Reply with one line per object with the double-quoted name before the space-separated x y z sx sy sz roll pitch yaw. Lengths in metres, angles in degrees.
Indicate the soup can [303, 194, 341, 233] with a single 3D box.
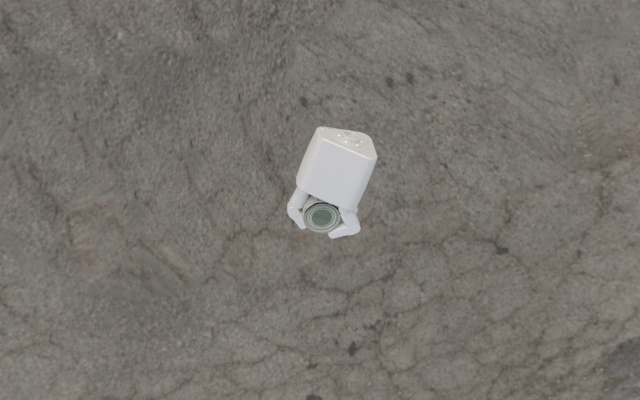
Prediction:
"soup can" 0.000 0.003 0.877 0.068 0.069 0.102 0 35 -5
